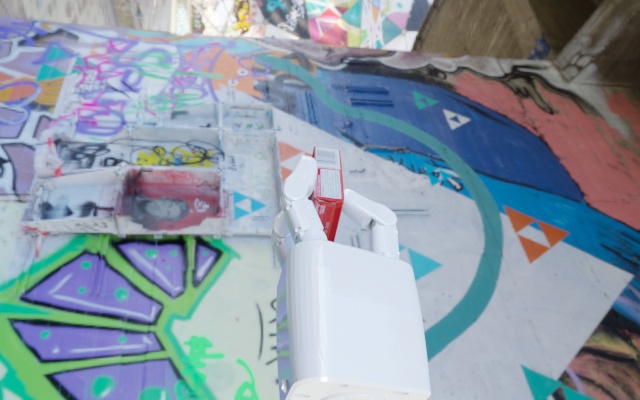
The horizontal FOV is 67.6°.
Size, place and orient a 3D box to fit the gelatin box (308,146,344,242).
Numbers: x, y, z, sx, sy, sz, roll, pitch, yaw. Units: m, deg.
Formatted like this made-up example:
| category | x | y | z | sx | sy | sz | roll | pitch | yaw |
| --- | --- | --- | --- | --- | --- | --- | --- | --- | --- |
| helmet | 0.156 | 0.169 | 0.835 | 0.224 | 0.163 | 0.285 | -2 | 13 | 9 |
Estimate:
| category | x | y | z | sx | sy | sz | roll | pitch | yaw |
| --- | --- | --- | --- | --- | --- | --- | --- | --- | --- |
| gelatin box | 0.001 | 0.001 | 0.466 | 0.030 | 0.073 | 0.089 | 8 | 38 | -7 |
